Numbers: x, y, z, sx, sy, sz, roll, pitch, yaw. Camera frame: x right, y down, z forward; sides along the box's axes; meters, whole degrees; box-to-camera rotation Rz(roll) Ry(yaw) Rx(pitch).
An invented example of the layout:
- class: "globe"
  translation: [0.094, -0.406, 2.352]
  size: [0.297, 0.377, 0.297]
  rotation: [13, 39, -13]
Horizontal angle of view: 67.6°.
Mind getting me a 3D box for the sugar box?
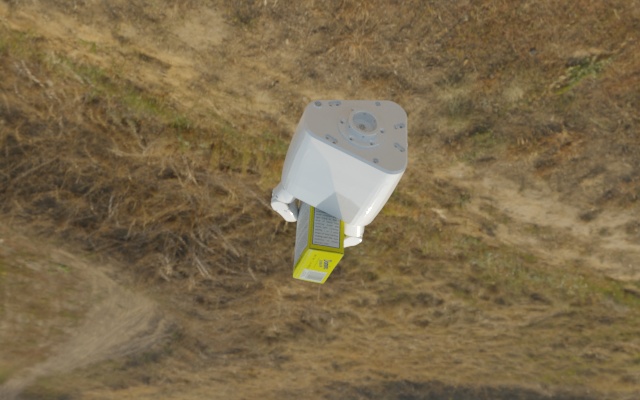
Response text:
- class: "sugar box"
  translation: [0.001, 0.002, 0.587]
  size: [0.048, 0.176, 0.093]
  rotation: [12, -32, -10]
